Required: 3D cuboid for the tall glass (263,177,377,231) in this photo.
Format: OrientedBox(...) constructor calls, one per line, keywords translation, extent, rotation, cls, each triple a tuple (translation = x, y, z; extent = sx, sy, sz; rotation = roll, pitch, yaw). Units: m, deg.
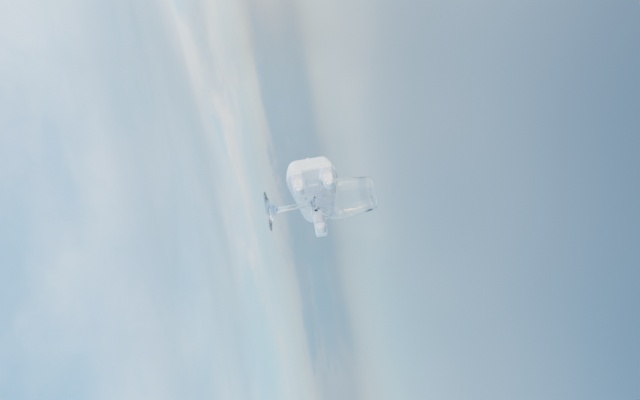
OrientedBox(translation=(-0.001, 0.003, 0.885), extent=(0.201, 0.079, 0.079), rotation=(-10, 0, -2), cls="tall glass")
